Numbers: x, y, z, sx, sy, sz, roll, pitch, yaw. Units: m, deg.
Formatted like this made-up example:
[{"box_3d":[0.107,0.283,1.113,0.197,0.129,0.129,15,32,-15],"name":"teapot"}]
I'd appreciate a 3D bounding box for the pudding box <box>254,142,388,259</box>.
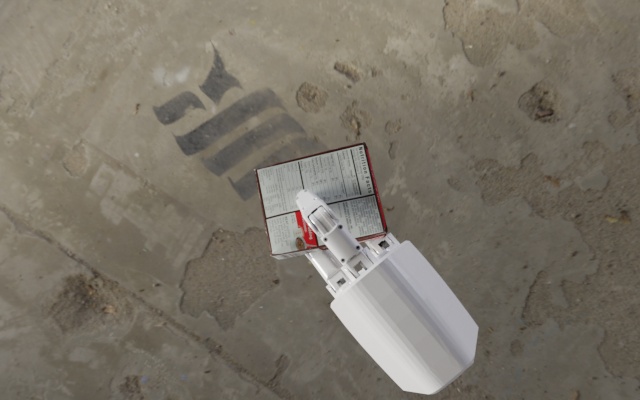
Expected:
[{"box_3d":[0.000,0.002,0.458,0.113,0.090,0.039,-12,-10,5],"name":"pudding box"}]
